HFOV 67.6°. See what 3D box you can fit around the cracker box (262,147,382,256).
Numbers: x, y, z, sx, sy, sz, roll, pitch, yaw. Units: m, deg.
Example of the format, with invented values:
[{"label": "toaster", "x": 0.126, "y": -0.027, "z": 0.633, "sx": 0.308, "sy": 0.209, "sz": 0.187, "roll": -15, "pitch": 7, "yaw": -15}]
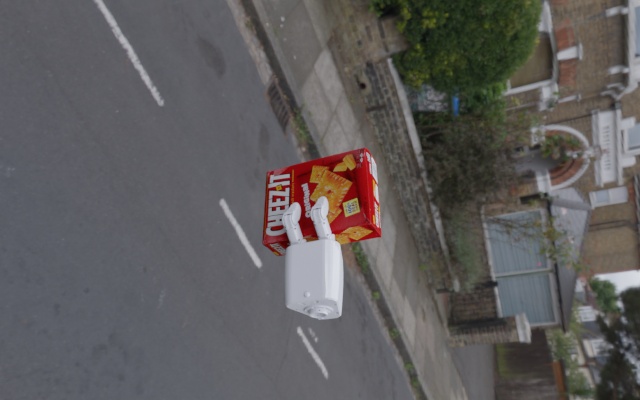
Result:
[{"label": "cracker box", "x": 0.000, "y": 0.003, "z": 0.900, "sx": 0.214, "sy": 0.164, "sz": 0.072, "roll": -12, "pitch": -32, "yaw": 20}]
